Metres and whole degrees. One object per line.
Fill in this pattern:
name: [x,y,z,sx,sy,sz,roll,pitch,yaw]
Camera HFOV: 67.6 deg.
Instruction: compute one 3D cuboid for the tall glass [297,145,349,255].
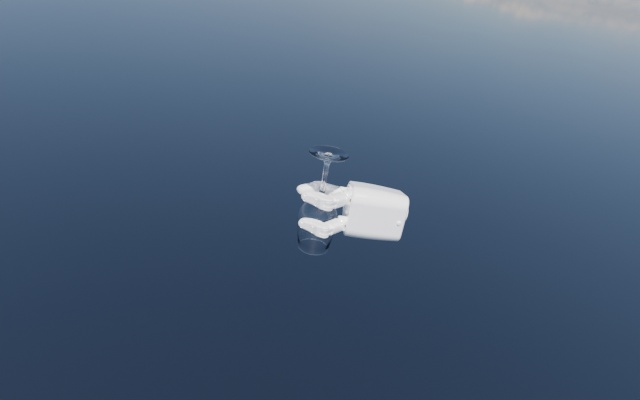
tall glass: [0.000,0.002,0.897,0.079,0.201,0.079,8,26,-4]
